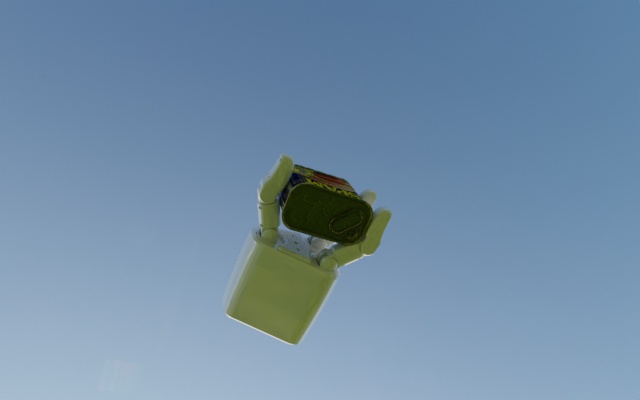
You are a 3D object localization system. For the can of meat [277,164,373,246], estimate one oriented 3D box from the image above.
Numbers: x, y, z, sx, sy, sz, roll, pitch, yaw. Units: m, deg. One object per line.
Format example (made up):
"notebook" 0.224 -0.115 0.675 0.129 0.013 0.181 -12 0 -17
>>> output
"can of meat" 0.000 0.002 0.563 0.102 0.057 0.084 17 17 -19
